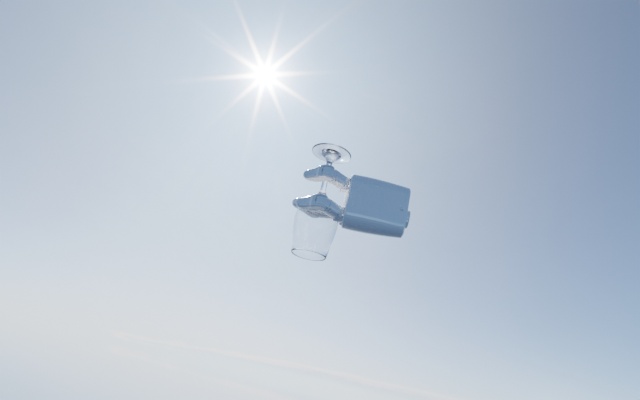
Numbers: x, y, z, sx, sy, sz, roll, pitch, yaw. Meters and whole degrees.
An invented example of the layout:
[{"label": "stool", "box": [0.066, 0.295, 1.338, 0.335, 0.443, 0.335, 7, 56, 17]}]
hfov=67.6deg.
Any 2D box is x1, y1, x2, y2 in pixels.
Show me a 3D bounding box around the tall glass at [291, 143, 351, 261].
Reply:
[{"label": "tall glass", "box": [0.000, 0.002, 0.849, 0.079, 0.201, 0.079, 12, -21, 4]}]
